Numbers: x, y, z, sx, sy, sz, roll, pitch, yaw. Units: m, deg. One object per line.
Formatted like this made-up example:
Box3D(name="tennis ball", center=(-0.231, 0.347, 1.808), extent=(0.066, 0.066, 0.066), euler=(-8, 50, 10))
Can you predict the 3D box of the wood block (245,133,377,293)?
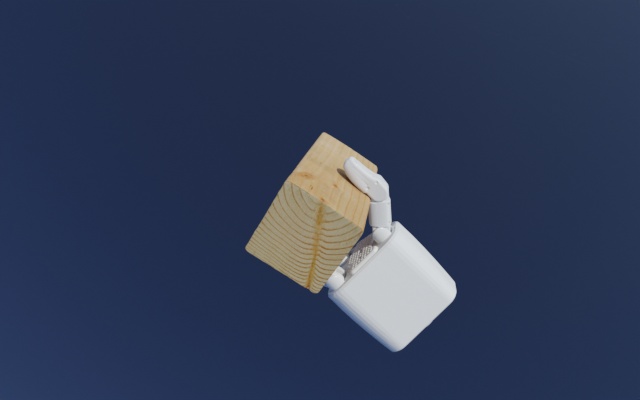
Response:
Box3D(name="wood block", center=(0.001, 0.002, 0.557), extent=(0.090, 0.091, 0.206), euler=(33, 23, -3))
